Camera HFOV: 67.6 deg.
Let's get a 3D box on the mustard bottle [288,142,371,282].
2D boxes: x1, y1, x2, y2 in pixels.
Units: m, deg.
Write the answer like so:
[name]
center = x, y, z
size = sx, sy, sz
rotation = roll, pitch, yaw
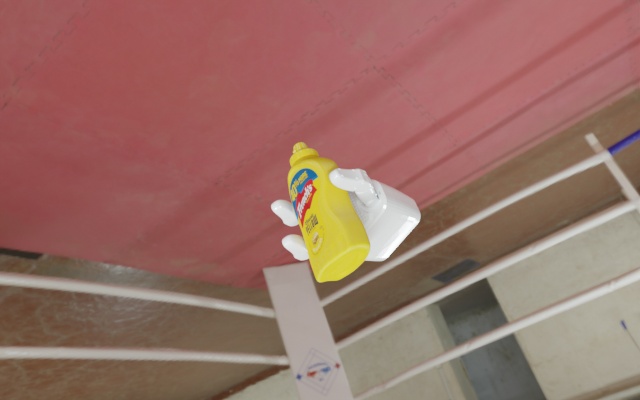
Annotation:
[mustard bottle]
center = 0.000, 0.002, 0.625
size = 0.058, 0.191, 0.096
rotation = -2, -33, -29
